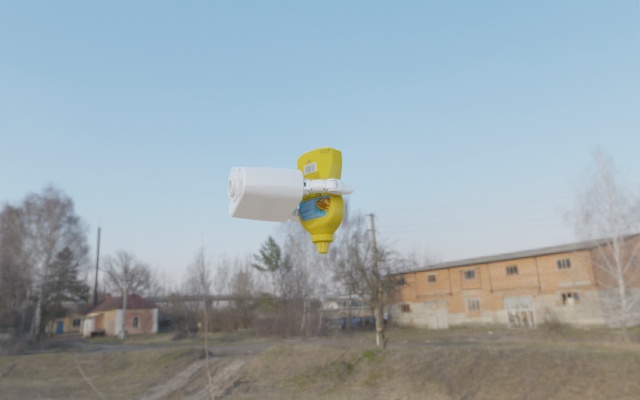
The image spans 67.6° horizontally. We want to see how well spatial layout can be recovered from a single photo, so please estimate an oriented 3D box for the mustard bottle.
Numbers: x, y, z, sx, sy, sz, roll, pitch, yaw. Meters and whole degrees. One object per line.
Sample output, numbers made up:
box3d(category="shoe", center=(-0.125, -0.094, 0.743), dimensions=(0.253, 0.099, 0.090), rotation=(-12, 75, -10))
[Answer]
box3d(category="mustard bottle", center=(0.000, 0.003, 0.891), dimensions=(0.096, 0.191, 0.058), rotation=(-14, -18, 41))
